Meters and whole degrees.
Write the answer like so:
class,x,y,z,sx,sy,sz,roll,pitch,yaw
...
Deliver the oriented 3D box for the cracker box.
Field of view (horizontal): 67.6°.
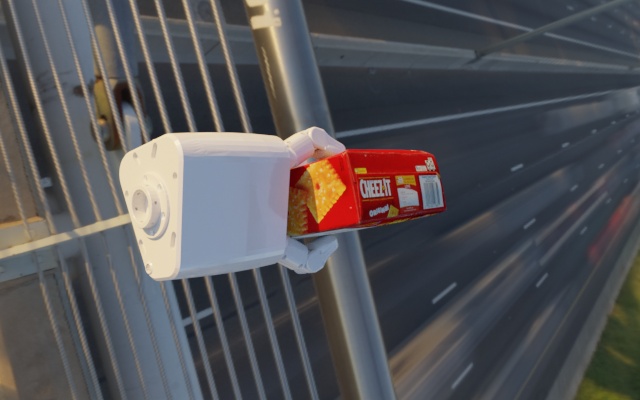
class,x,y,z,sx,sy,sz,roll,pitch,yaw
cracker box,0.000,0.002,0.518,0.214,0.072,0.164,-13,-5,41
